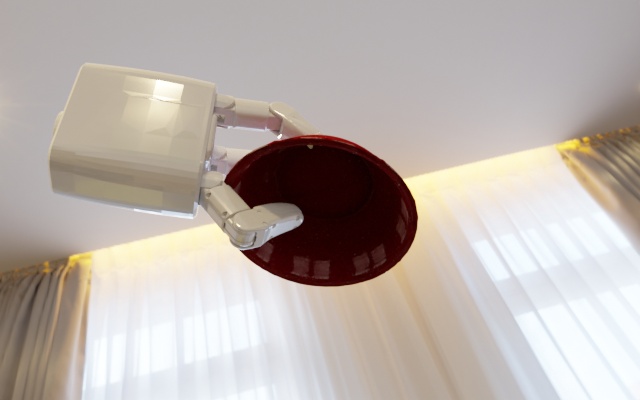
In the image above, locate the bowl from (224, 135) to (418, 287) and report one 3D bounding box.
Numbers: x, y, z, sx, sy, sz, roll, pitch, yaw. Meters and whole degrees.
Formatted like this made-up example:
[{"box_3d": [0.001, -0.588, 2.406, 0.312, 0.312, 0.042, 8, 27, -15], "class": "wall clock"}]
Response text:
[{"box_3d": [0.001, 0.002, 0.406, 0.162, 0.162, 0.055, 0, 40, 9], "class": "bowl"}]
